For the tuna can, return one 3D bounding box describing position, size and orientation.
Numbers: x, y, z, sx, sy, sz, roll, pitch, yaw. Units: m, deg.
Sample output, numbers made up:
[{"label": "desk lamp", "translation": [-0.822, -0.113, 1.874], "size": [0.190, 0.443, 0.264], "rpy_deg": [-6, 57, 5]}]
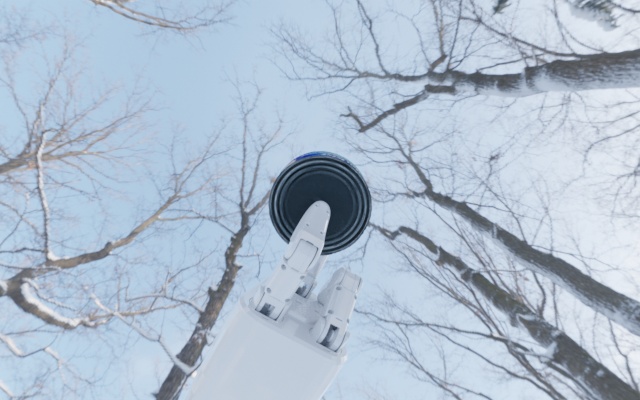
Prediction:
[{"label": "tuna can", "translation": [0.000, 0.001, 0.410], "size": [0.086, 0.086, 0.033], "rpy_deg": [0, 14, 1]}]
